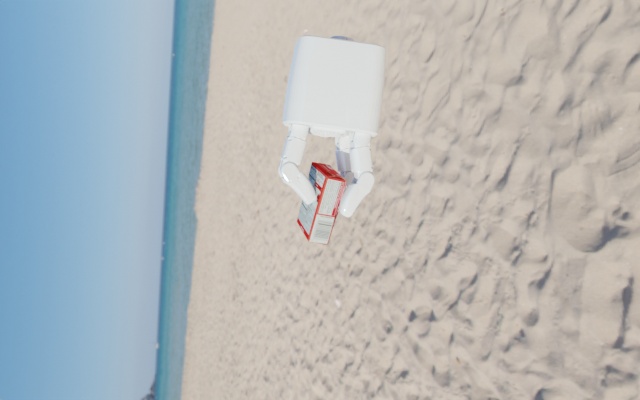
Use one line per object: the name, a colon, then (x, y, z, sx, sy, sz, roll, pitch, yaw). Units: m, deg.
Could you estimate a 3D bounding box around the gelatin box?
gelatin box: (0.000, 0.002, 0.613, 0.030, 0.089, 0.073, 11, 14, -18)
